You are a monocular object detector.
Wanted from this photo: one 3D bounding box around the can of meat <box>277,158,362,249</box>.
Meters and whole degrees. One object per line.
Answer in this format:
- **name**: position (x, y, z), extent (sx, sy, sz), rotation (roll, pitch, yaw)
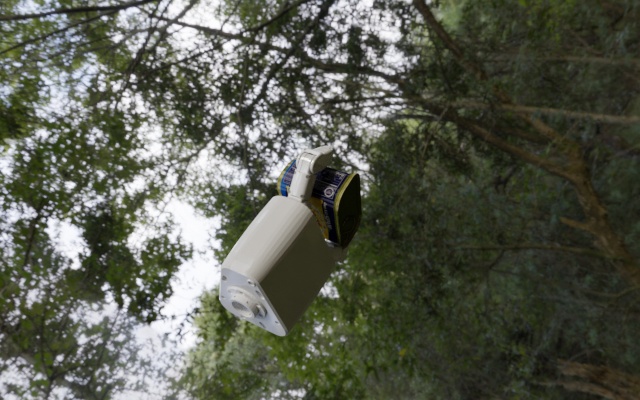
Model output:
- **can of meat**: position (0.000, 0.002, 0.584), extent (0.084, 0.057, 0.102), rotation (19, -36, 22)
